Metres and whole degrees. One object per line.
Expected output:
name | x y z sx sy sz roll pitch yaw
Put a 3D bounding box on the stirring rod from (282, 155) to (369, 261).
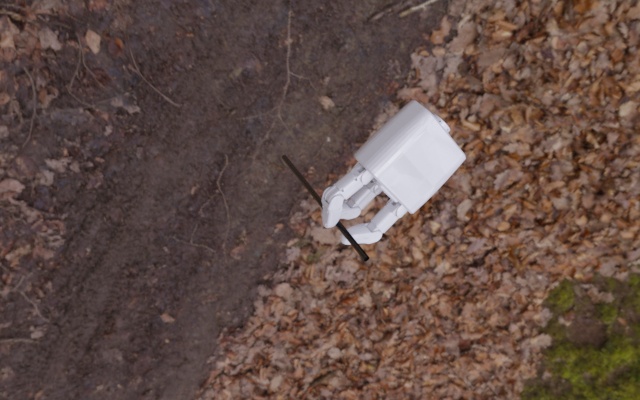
stirring rod | 0.000 0.002 0.674 0.011 0.011 0.239 0 36 -37
